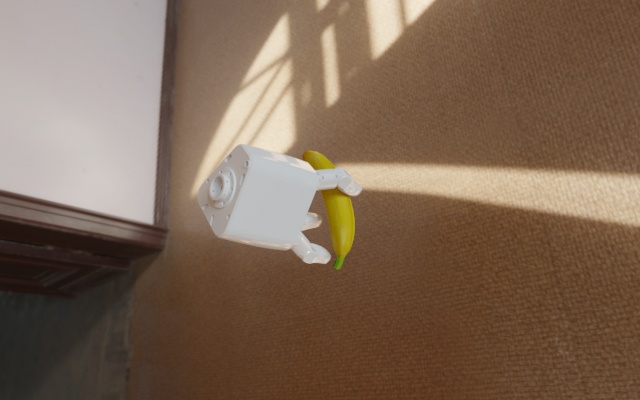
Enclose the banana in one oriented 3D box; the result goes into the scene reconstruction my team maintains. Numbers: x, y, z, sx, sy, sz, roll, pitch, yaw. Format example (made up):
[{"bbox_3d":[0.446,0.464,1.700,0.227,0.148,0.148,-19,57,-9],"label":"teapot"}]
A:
[{"bbox_3d":[0.013,-0.003,0.699,0.037,0.197,0.070,9,-33,-41],"label":"banana"}]
